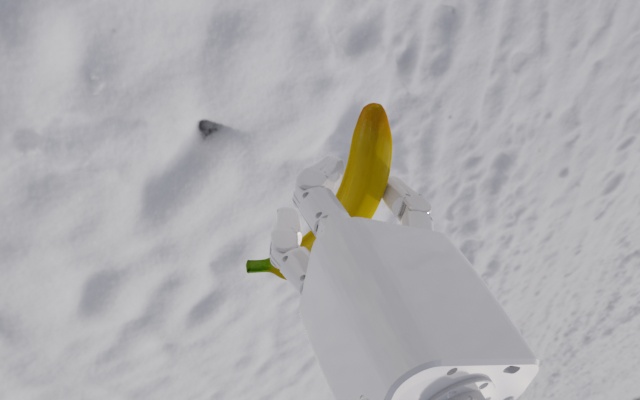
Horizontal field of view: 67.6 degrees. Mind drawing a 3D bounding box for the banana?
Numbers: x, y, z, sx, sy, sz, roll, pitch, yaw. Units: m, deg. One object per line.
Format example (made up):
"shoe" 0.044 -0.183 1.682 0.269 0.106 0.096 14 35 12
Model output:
"banana" 0.013 0.010 0.415 0.070 0.198 0.037 21 28 -32
